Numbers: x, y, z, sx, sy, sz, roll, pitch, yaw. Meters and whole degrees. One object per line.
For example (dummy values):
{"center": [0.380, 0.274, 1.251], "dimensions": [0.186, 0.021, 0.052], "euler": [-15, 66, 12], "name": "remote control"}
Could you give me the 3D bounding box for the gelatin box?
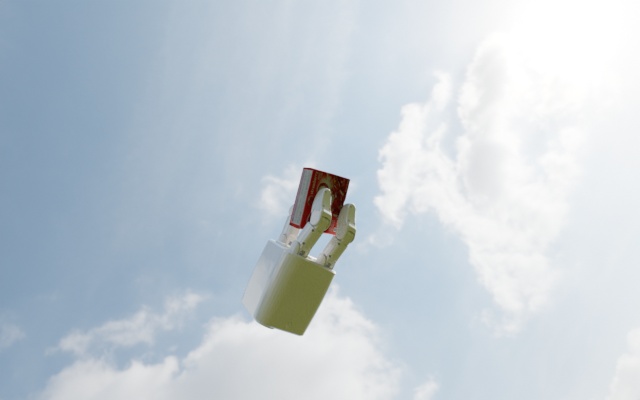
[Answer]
{"center": [0.000, 0.002, 0.701], "dimensions": [0.073, 0.089, 0.030], "euler": [13, 0, -39], "name": "gelatin box"}
